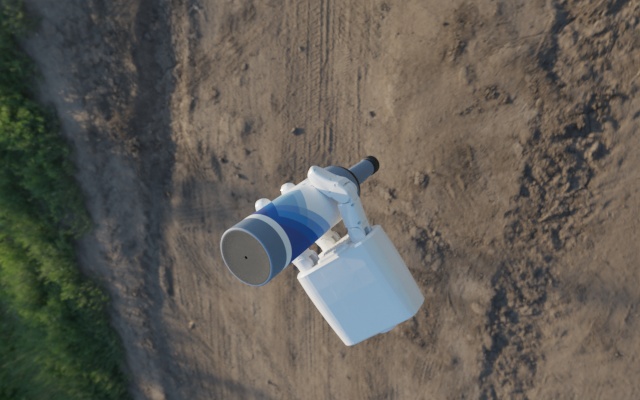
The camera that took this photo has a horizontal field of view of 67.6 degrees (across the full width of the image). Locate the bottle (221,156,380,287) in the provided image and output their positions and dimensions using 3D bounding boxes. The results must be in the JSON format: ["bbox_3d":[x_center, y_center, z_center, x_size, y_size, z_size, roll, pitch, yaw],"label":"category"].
[{"bbox_3d":[0.000,0.002,0.590,0.069,0.069,0.295,0,22,33],"label":"bottle"}]
